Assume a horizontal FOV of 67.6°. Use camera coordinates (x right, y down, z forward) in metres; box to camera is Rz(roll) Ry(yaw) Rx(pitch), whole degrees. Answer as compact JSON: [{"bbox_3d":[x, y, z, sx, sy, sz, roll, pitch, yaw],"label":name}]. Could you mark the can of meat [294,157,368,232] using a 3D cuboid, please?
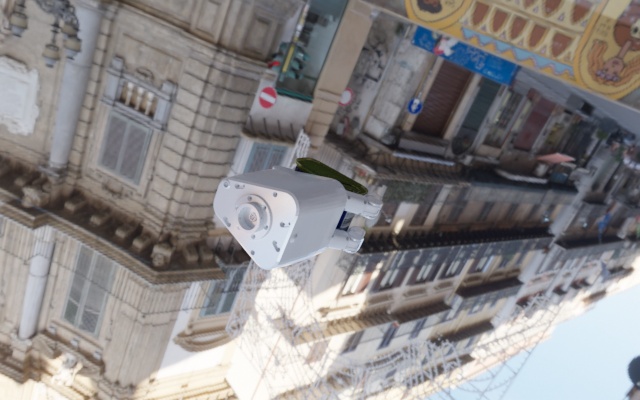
[{"bbox_3d":[0.000,0.002,0.641,0.102,0.084,0.057,30,20,20],"label":"can of meat"}]
